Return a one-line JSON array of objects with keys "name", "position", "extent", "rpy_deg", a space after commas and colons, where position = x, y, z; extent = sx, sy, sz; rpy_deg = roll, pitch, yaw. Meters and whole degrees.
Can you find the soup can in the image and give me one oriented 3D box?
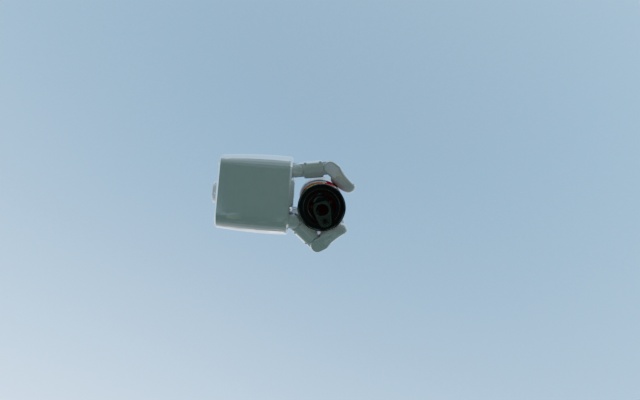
[{"name": "soup can", "position": [0.001, 0.002, 0.712], "extent": [0.068, 0.068, 0.102], "rpy_deg": [0, 9, -2]}]
